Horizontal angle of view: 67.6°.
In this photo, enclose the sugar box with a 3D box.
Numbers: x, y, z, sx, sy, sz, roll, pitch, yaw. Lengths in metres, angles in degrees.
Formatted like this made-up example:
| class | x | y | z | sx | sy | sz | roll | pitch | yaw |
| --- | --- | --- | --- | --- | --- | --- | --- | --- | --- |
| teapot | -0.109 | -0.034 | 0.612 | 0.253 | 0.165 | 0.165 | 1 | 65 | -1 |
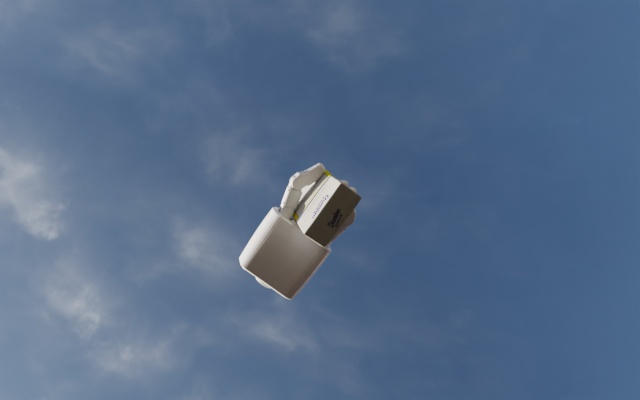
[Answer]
| class | x | y | z | sx | sy | sz | roll | pitch | yaw |
| --- | --- | --- | --- | --- | --- | --- | --- | --- | --- |
| sugar box | 0.000 | 0.003 | 0.755 | 0.048 | 0.093 | 0.176 | 35 | 5 | -20 |
